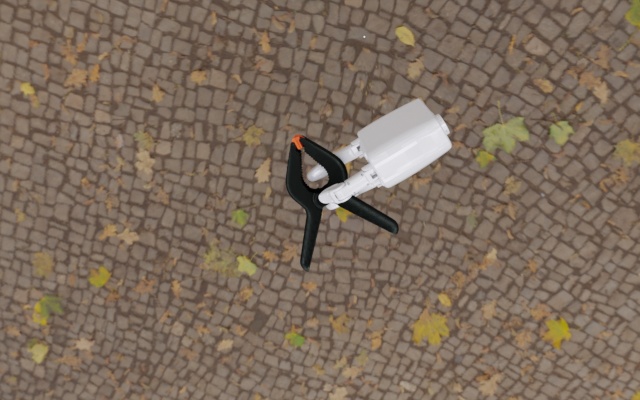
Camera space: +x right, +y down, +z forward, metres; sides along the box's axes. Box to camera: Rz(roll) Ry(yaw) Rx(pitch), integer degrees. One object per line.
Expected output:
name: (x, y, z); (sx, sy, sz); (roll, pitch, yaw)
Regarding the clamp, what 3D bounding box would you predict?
clamp: (0.000, 0.002, 0.726); (0.164, 0.210, 0.036); (-31, 14, 9)
